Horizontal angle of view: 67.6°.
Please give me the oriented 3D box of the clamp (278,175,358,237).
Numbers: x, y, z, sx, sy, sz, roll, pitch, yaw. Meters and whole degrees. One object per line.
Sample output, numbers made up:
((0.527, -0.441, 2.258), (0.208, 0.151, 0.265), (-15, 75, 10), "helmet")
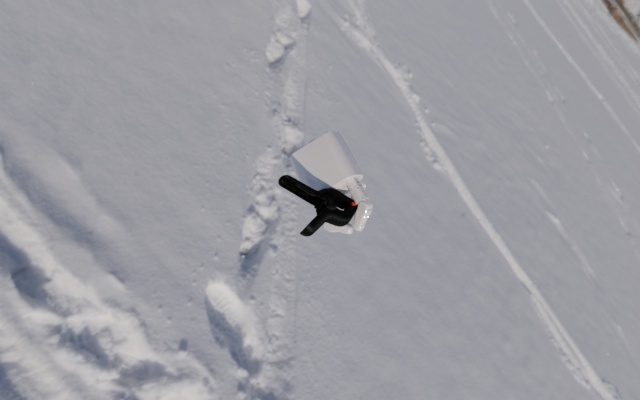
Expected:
((0.001, 0.003, 0.857), (0.039, 0.120, 0.171), (-36, -18, 34), "clamp")
